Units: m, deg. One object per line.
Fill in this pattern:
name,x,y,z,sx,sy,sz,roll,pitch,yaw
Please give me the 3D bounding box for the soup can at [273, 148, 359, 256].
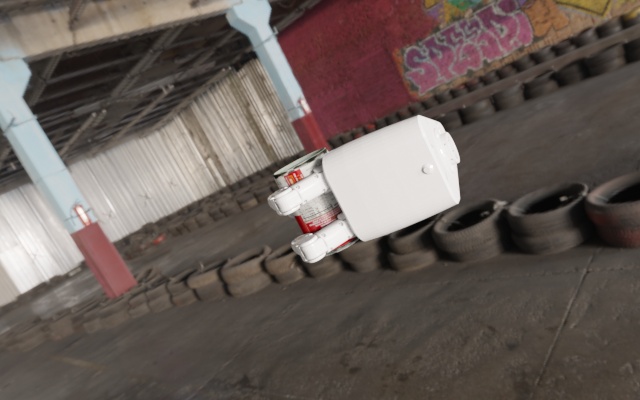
soup can,0.000,0.002,0.527,0.068,0.102,0.068,-27,10,5
